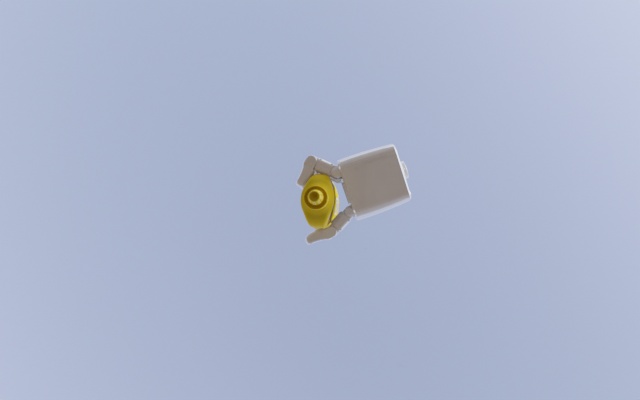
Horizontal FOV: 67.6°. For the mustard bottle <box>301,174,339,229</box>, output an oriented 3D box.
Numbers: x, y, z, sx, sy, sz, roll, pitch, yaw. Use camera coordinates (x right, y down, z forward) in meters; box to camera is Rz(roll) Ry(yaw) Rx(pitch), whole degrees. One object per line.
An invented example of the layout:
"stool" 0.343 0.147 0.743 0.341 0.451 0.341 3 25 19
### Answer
"mustard bottle" 0.000 0.003 0.864 0.058 0.096 0.191 6 -5 6
